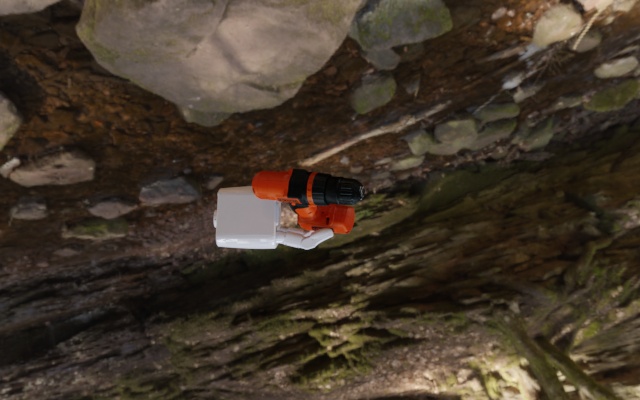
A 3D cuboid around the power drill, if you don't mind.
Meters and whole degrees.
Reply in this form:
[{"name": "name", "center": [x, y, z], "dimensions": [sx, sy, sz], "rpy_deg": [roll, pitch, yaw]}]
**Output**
[{"name": "power drill", "center": [0.000, 0.003, 0.806], "dimensions": [0.184, 0.057, 0.188], "rpy_deg": [7, -19, 21]}]
